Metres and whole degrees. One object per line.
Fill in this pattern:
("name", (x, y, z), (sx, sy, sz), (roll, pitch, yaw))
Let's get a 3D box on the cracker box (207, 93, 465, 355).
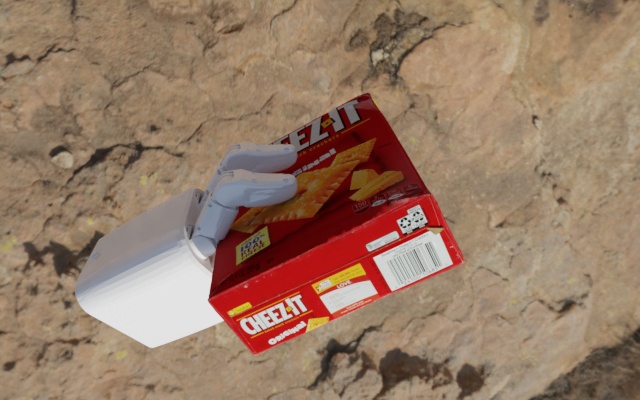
("cracker box", (0.000, 0.002, 0.403), (0.164, 0.072, 0.213), (-26, 29, 9))
